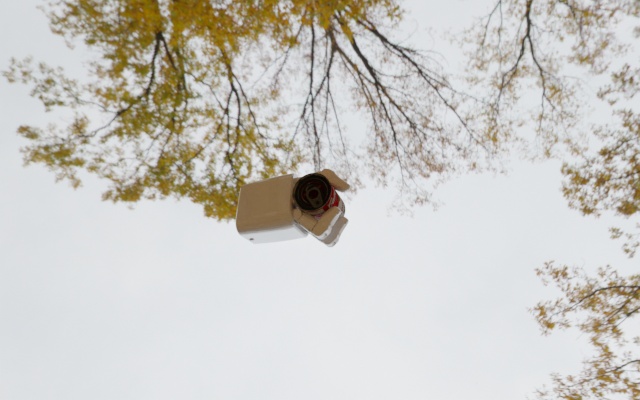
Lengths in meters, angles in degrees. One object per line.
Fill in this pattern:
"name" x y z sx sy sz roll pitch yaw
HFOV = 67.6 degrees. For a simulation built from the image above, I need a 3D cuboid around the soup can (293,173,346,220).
"soup can" 0.001 0.003 0.833 0.068 0.068 0.102 0 -20 18
